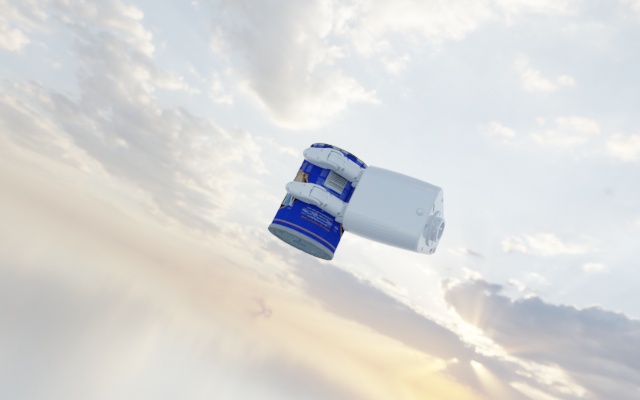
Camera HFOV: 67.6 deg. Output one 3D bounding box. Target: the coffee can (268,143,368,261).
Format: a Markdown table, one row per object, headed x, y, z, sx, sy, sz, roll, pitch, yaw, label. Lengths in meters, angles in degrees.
| x | y | z | sx | sy | sz | roll | pitch | yaw | label |
| --- | --- | --- | --- | --- | --- | --- | --- | --- | --- |
| 0.000 | 0.002 | 0.695 | 0.103 | 0.140 | 0.103 | 24 | -14 | 7 | coffee can |
